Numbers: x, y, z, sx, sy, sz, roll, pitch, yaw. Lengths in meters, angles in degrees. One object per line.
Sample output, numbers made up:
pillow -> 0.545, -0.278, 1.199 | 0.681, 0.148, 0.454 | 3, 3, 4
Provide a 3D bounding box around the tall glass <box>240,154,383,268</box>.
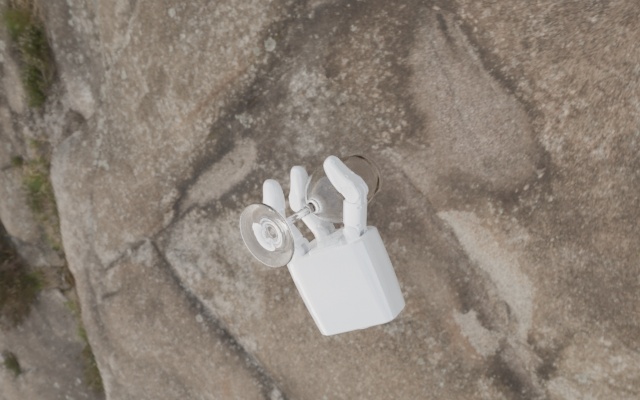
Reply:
tall glass -> 0.000, 0.002, 0.570 | 0.079, 0.079, 0.201 | 0, 21, 38
